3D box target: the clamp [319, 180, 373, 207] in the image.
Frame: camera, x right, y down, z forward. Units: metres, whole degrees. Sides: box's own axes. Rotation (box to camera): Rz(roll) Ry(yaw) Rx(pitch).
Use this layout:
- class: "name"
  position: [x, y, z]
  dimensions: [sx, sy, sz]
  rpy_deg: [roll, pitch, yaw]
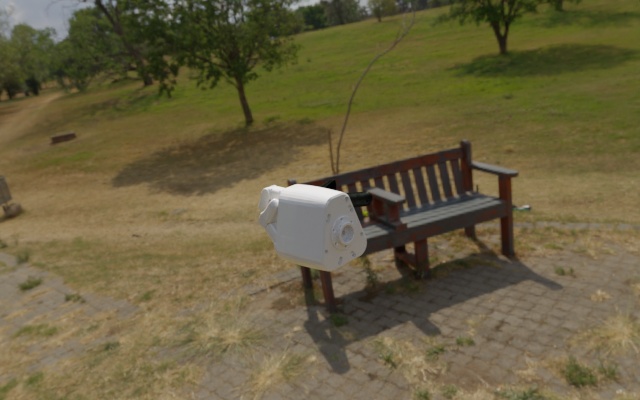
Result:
- class: "clamp"
  position: [0.000, 0.002, 0.809]
  dimensions: [0.171, 0.039, 0.120]
  rpy_deg: [-22, 20, -37]
